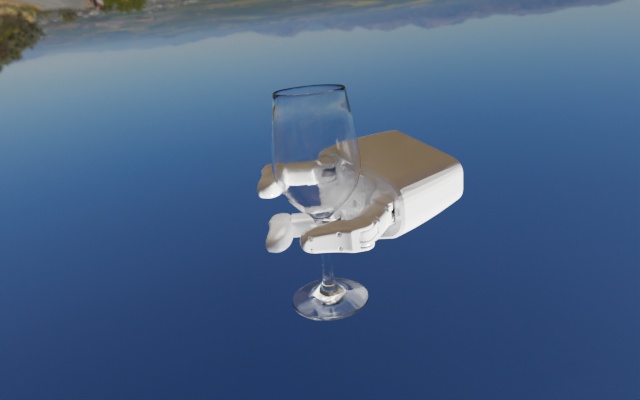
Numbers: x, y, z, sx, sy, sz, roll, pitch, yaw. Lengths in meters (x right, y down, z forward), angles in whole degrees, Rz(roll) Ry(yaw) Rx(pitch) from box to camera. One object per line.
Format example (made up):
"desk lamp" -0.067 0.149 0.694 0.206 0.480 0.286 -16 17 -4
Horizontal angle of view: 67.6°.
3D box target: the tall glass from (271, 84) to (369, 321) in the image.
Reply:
"tall glass" 0.000 0.002 0.428 0.079 0.201 0.079 -5 20 2
